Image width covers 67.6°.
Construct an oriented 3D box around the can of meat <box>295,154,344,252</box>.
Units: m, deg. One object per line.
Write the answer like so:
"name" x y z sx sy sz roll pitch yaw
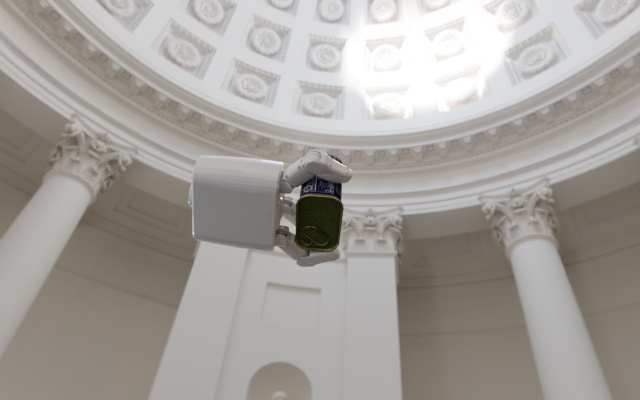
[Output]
"can of meat" 0.000 0.002 0.620 0.057 0.102 0.083 5 45 1
